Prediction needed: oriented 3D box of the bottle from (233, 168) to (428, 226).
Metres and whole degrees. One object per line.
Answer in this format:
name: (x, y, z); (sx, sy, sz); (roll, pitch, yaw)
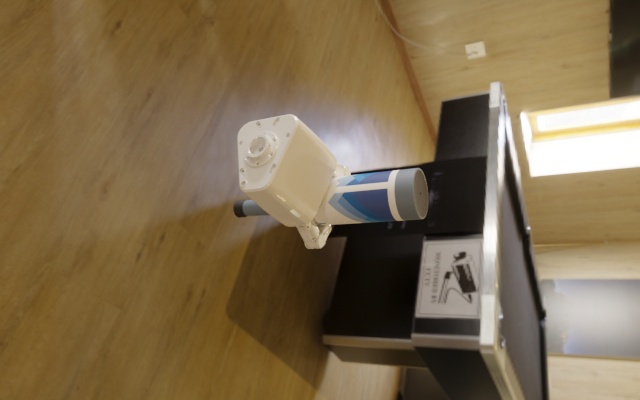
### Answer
bottle: (0.000, 0.002, 0.683); (0.296, 0.069, 0.069); (-5, -2, 28)
